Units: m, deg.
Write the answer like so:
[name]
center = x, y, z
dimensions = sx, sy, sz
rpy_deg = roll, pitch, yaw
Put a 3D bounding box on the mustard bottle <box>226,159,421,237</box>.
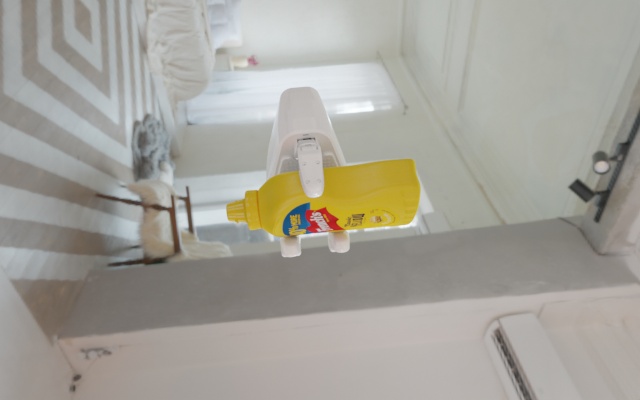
[mustard bottle]
center = 0.000, 0.002, 0.492
dimensions = 0.191, 0.058, 0.096
rpy_deg = -6, -24, -3
